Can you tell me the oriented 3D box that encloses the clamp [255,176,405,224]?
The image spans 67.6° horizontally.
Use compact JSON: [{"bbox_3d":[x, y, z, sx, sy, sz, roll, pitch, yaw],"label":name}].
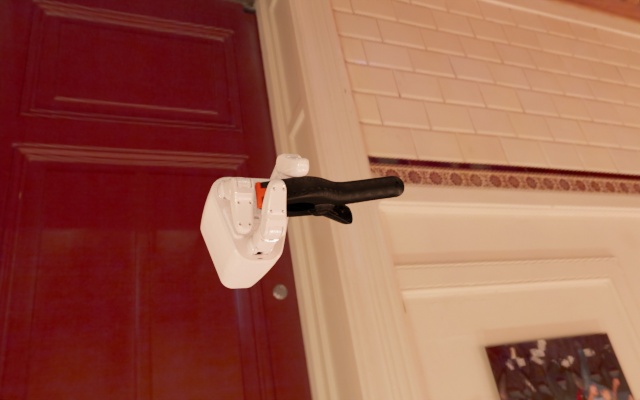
[{"bbox_3d":[0.000,0.002,0.564,0.171,0.039,0.120,2,-28,-23],"label":"clamp"}]
